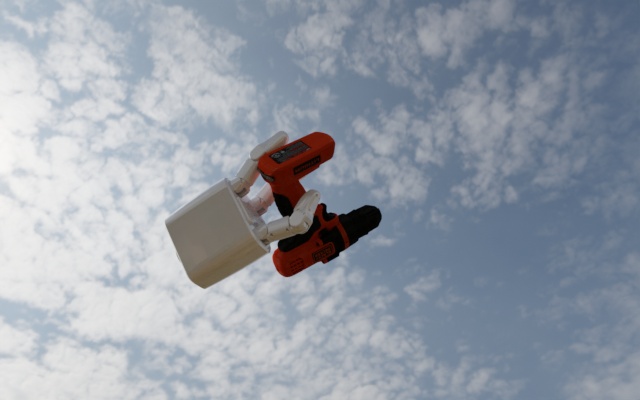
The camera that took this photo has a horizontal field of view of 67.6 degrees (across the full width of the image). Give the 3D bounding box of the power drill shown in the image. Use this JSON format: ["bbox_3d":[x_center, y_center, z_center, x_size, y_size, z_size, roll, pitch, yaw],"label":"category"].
[{"bbox_3d":[0.000,0.002,0.678,0.184,0.188,0.057,-28,33,-20],"label":"power drill"}]
